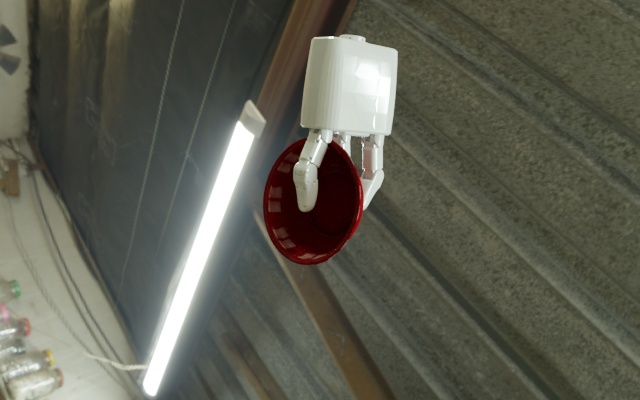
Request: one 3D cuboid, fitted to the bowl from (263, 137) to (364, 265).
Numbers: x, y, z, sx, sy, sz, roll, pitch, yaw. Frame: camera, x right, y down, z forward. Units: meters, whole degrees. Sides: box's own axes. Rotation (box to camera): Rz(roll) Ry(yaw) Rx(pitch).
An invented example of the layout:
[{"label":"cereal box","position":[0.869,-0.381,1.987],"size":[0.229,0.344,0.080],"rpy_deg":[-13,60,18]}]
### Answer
[{"label":"bowl","position":[0.000,0.003,0.614],"size":[0.162,0.162,0.055],"rpy_deg":[0,-5,40]}]
